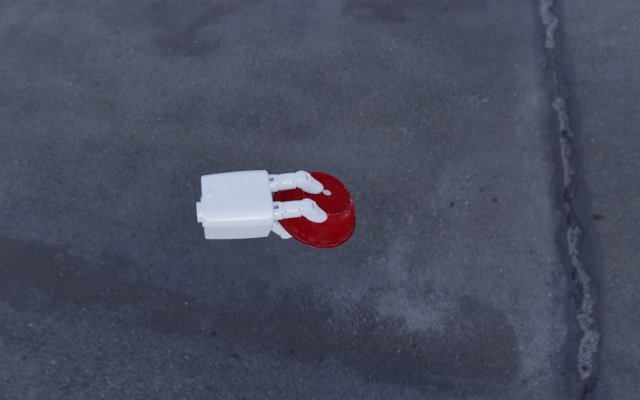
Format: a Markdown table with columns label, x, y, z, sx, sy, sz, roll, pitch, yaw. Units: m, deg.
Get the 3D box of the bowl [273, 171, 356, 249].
| label | x | y | z | sx | sy | sz | roll | pitch | yaw |
| --- | --- | --- | --- | --- | --- | --- | --- | --- | --- |
| bowl | 0.001 | 0.002 | 0.846 | 0.162 | 0.162 | 0.055 | 0 | -35 | -28 |
